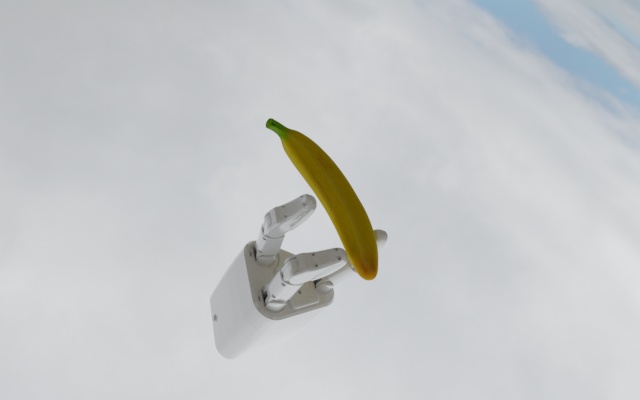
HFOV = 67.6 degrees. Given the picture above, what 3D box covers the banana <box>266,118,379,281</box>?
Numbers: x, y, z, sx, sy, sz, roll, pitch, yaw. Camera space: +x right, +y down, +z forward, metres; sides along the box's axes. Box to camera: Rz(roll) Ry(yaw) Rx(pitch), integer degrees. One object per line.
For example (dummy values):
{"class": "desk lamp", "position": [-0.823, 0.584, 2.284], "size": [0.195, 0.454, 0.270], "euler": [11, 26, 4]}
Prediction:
{"class": "banana", "position": [0.009, -0.003, 0.504], "size": [0.069, 0.197, 0.037], "euler": [-12, -28, -52]}
